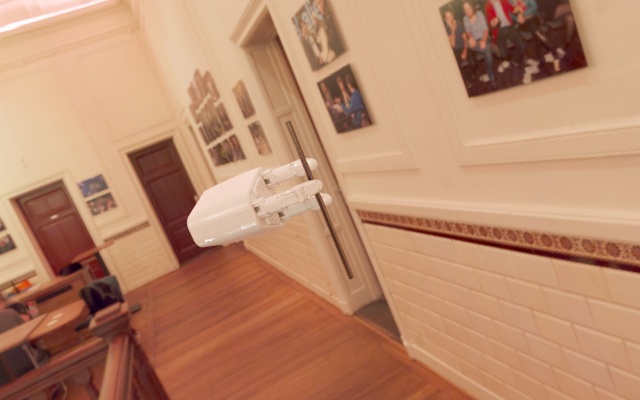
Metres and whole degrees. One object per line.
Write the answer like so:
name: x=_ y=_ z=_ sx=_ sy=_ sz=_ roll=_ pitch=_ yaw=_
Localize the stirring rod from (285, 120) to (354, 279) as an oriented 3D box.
stirring rod: x=0.000 y=0.002 z=0.669 sx=0.011 sy=0.239 sz=0.011 roll=-22 pitch=10 yaw=4
